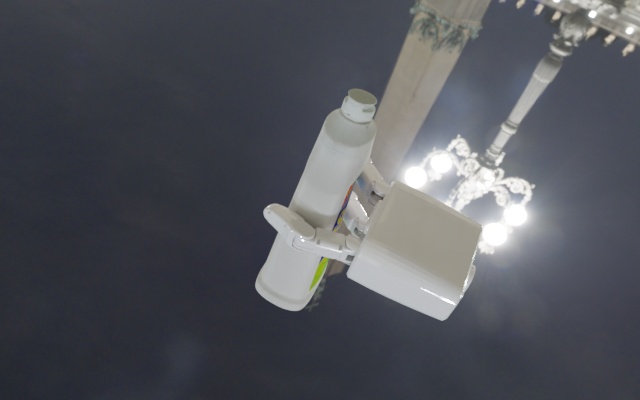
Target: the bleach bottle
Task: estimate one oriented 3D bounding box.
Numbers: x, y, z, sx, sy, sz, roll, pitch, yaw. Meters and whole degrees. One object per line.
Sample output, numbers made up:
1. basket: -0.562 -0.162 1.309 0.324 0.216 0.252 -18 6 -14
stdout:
1. bleach bottle: 0.000 0.002 0.508 0.068 0.251 0.102 27 38 7
